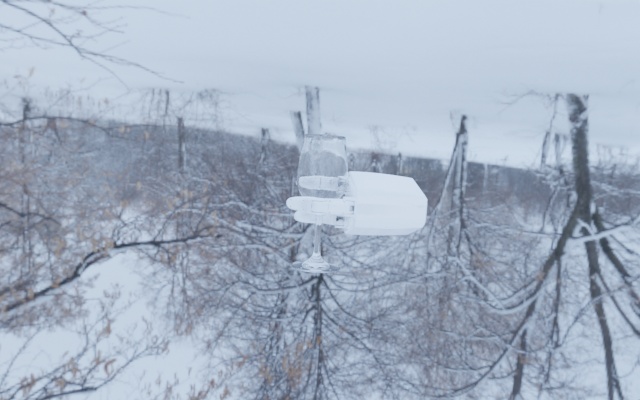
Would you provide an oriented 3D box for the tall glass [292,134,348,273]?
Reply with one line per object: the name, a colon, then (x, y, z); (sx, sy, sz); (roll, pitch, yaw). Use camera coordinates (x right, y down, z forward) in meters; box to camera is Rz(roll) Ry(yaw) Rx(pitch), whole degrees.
tall glass: (0.000, 0.003, 0.719); (0.079, 0.201, 0.079); (4, 5, 0)
